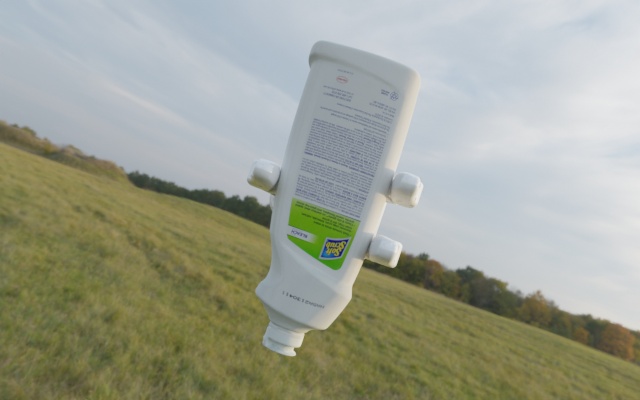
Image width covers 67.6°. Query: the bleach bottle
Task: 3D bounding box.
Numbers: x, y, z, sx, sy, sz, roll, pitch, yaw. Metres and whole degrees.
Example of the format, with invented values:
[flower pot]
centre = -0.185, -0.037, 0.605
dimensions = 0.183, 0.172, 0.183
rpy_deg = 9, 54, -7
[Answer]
[bleach bottle]
centre = 0.000, 0.001, 0.402
dimensions = 0.102, 0.251, 0.068
rpy_deg = 19, -5, 7
